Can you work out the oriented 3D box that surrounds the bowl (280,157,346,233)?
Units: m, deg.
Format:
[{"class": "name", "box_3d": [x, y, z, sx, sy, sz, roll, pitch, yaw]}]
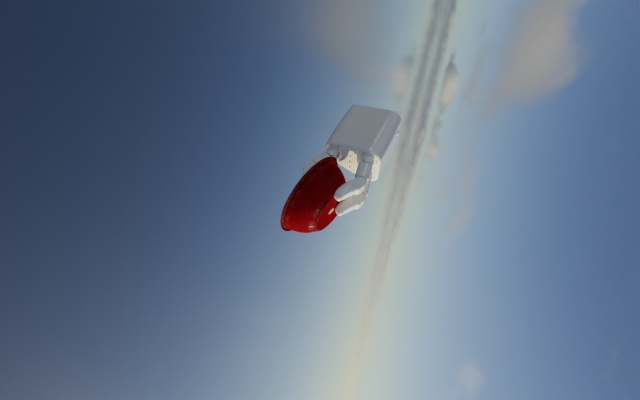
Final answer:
[{"class": "bowl", "box_3d": [0.000, 0.004, 0.862, 0.055, 0.162, 0.162, 36, 13, 18]}]
